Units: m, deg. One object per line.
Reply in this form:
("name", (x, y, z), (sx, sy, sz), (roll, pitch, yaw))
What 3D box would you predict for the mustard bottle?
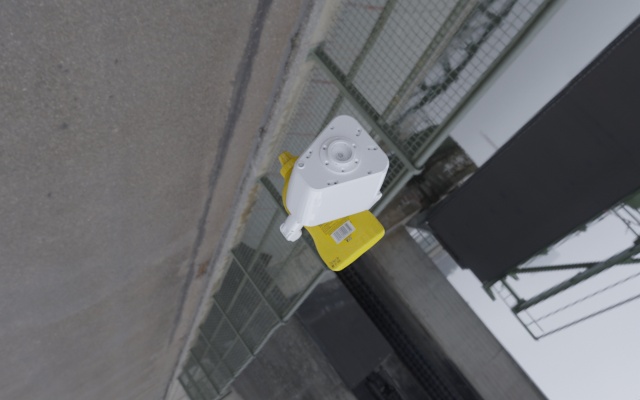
("mustard bottle", (0.000, 0.003, 0.703), (0.096, 0.191, 0.058), (-40, -14, 4))
